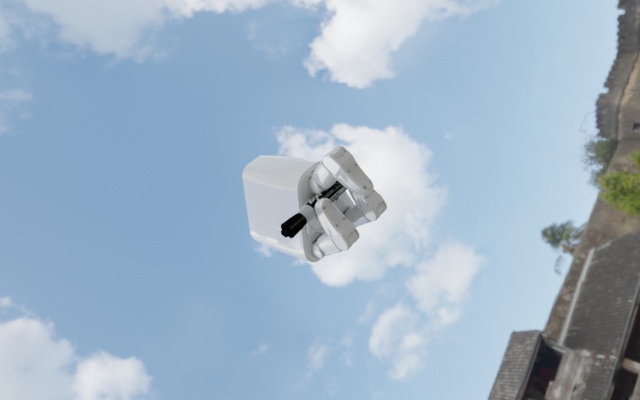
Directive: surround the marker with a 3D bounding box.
[{"bbox_3d":[0.000,0.002,0.520,0.020,0.020,0.121,0,33,48],"label":"marker"}]
